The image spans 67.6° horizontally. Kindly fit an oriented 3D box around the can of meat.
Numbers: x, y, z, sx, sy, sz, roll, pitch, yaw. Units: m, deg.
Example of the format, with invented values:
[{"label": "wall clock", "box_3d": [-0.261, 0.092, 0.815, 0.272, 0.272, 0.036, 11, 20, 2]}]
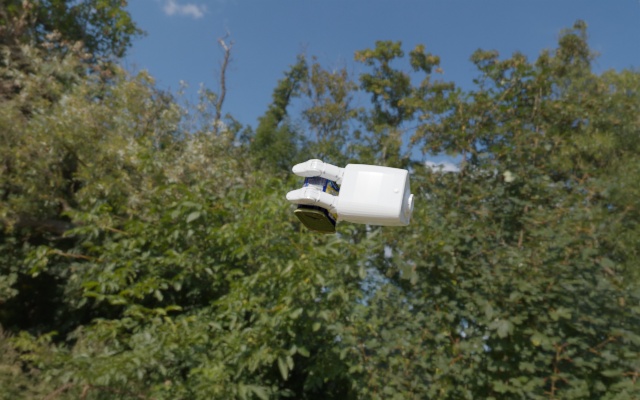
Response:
[{"label": "can of meat", "box_3d": [0.000, 0.003, 0.864, 0.057, 0.084, 0.102, 5, -23, 22]}]
